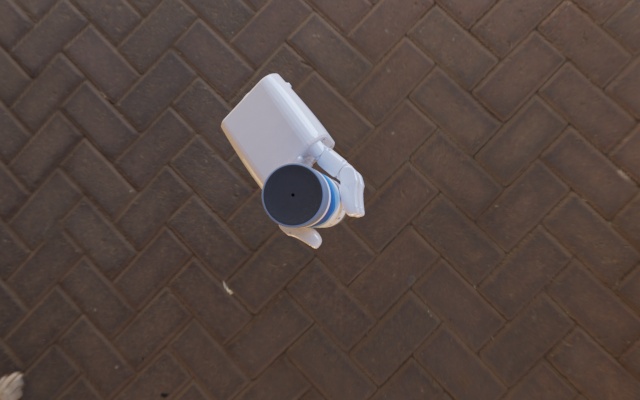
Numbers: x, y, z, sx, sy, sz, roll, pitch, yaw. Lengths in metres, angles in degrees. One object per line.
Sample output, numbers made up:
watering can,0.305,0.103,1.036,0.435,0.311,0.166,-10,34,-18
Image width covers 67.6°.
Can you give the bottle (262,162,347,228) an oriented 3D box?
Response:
bottle,0.000,0.002,0.625,0.069,0.069,0.296,0,-3,11
